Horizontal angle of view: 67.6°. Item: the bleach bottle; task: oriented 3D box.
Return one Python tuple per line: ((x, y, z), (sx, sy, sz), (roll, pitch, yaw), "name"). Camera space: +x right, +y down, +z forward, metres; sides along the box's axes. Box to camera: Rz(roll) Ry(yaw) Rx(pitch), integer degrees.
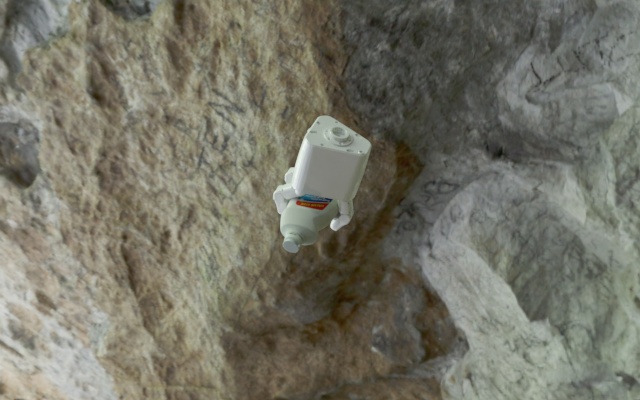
((0.000, 0.003, 0.883), (0.102, 0.068, 0.250), (23, 45, 5), "bleach bottle")
